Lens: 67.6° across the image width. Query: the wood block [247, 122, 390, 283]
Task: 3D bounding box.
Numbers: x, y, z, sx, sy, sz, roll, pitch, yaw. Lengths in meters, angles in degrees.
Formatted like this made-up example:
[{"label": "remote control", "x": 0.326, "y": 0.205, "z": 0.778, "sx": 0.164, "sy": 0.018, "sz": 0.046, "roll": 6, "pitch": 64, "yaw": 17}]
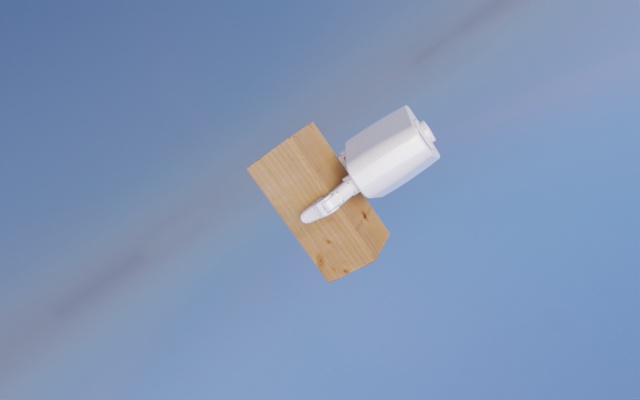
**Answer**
[{"label": "wood block", "x": 0.000, "y": 0.002, "z": 0.701, "sx": 0.090, "sy": 0.206, "sz": 0.090, "roll": -31, "pitch": 8, "yaw": 31}]
